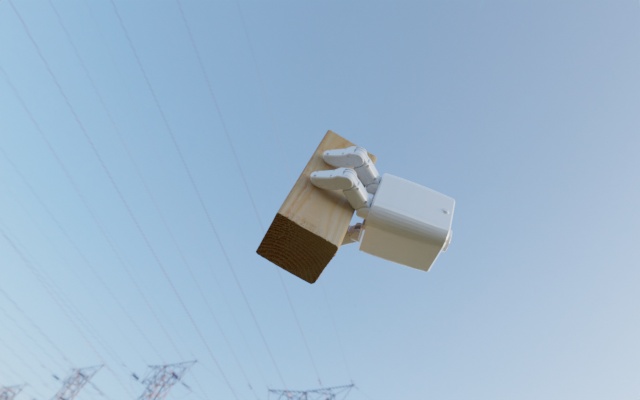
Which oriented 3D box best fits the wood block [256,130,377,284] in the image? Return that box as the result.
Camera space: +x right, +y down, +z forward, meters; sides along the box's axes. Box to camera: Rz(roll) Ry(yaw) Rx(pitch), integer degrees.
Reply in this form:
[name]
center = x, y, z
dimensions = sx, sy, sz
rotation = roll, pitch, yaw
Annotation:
[wood block]
center = 0.000, 0.003, 0.676
dimensions = 0.090, 0.091, 0.206
rotation = 30, 42, -1
